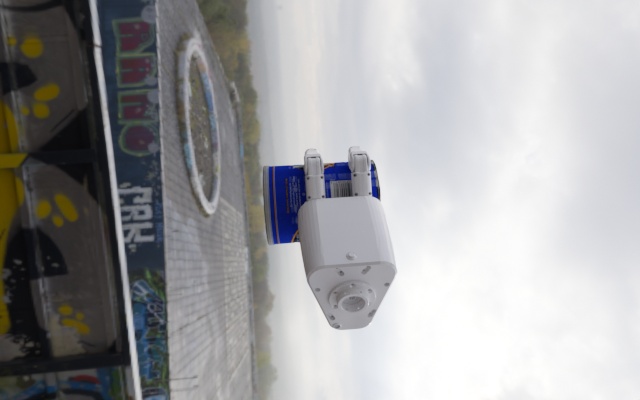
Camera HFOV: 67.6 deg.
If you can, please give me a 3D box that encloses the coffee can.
[{"bbox_3d":[0.000,0.002,0.616,0.140,0.103,0.103,-4,0,-3],"label":"coffee can"}]
